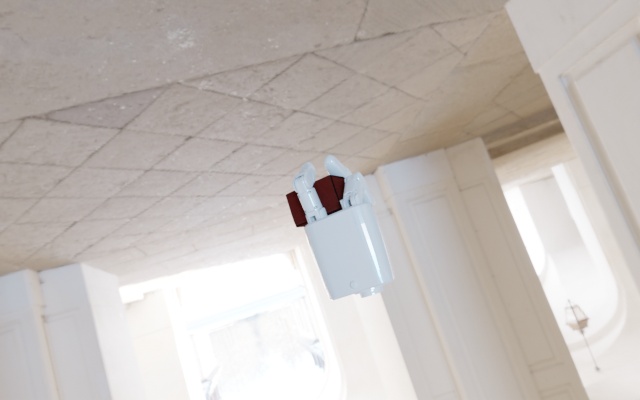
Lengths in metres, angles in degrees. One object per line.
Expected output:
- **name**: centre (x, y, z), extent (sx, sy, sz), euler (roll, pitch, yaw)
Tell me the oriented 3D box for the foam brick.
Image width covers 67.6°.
- **foam brick**: centre (0.000, 0.002, 0.679), extent (0.078, 0.051, 0.053), euler (-23, -11, 25)
